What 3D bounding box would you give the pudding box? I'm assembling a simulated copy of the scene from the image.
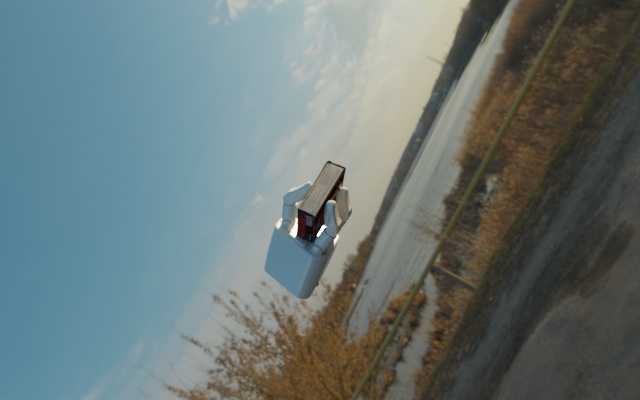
[{"bbox_3d":[0.000,0.003,0.805,0.039,0.113,0.090,24,-30,9],"label":"pudding box"}]
